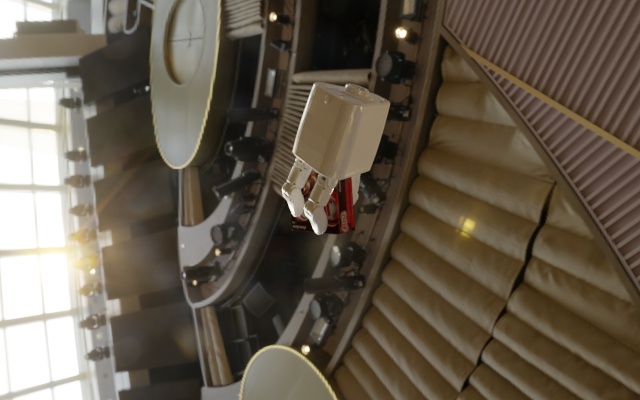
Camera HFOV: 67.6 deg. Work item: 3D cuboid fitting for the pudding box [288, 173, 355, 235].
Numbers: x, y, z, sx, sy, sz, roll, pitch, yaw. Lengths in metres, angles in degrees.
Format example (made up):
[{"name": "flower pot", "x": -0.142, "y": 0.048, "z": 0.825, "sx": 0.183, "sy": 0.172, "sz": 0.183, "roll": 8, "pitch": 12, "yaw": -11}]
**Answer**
[{"name": "pudding box", "x": 0.000, "y": 0.002, "z": 0.724, "sx": 0.039, "sy": 0.090, "sz": 0.113, "roll": -7, "pitch": 6, "yaw": -39}]
